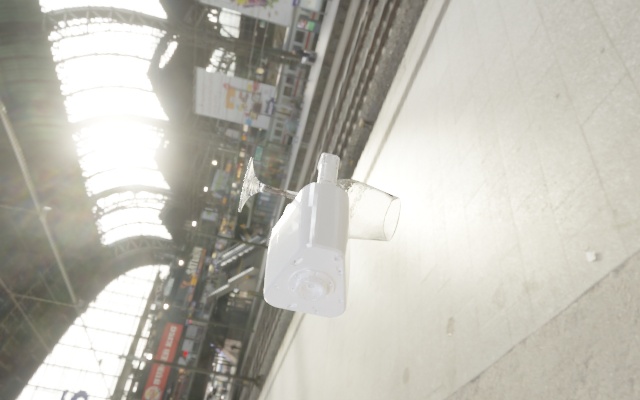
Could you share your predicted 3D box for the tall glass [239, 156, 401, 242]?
[{"bbox_3d":[-0.001,0.002,0.623,0.201,0.079,0.079,13,-2,-7],"label":"tall glass"}]
